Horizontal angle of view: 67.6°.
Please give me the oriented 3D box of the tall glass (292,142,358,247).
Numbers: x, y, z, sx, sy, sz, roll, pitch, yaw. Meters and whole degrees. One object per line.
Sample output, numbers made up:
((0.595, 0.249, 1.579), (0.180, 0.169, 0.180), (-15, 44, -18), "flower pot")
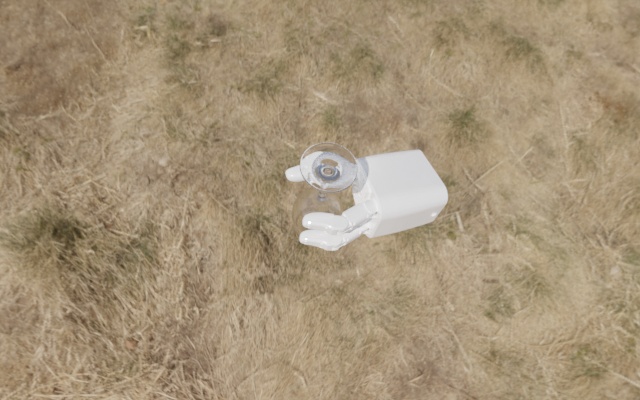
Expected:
((0.000, 0.002, 0.689), (0.079, 0.079, 0.201), (0, -27, -7), "tall glass")
